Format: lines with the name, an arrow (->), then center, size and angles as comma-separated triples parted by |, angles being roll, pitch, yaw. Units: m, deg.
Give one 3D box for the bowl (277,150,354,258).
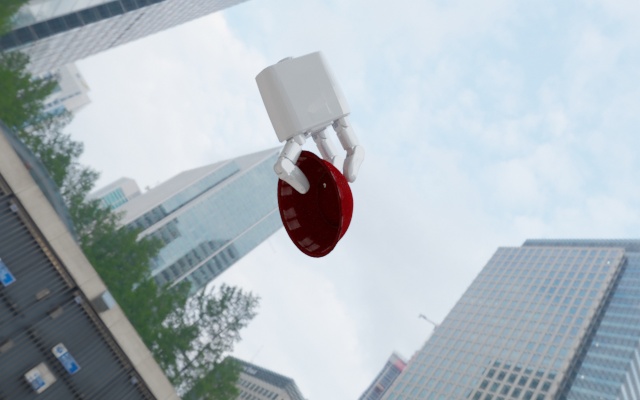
bowl -> 0.001, 0.004, 0.718 | 0.055, 0.162, 0.162 | -11, 6, -36
